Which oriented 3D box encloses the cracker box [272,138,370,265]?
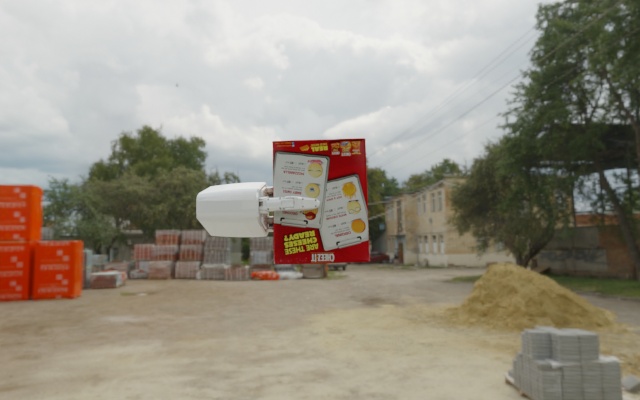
[{"bbox_3d":[0.000,0.003,0.840,0.164,0.213,0.072,-2,-6,2],"label":"cracker box"}]
